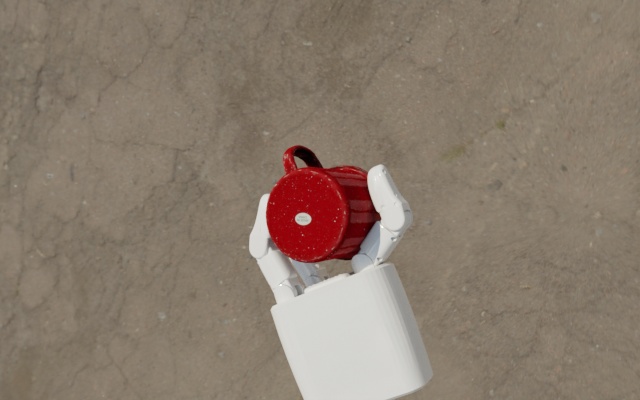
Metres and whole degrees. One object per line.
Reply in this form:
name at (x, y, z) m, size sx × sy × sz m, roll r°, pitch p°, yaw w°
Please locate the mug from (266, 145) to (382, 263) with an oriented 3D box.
mug at (-0.001, 0.000, 0.433) m, size 0.093 × 0.117 × 0.081 m, roll -28°, pitch -13°, yaw 25°
